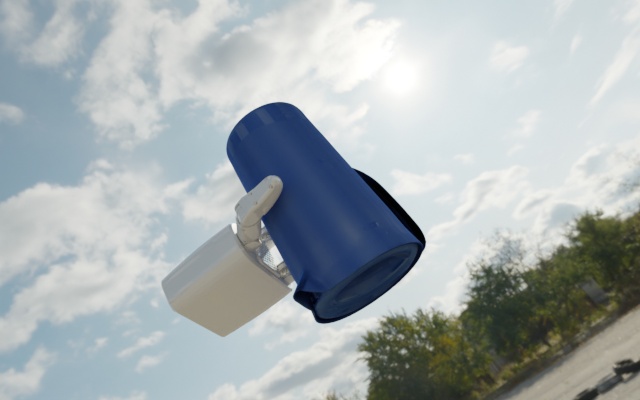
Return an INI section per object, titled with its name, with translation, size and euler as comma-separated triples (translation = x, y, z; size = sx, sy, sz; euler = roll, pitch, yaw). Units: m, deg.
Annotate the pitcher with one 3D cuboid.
[pitcher]
translation = 0.000, 0.002, 0.542
size = 0.145, 0.242, 0.149
euler = -38, -27, 4
